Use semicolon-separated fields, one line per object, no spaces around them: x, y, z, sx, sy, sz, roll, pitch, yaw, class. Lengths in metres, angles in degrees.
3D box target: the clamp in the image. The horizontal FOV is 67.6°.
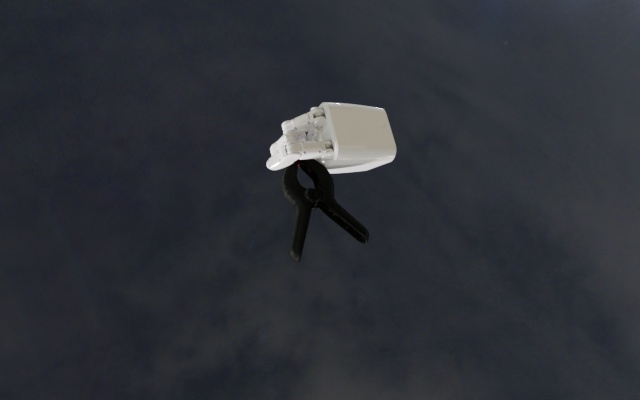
0.000;0.002;0.690;0.120;0.171;0.039;-2;-22;-25;clamp
